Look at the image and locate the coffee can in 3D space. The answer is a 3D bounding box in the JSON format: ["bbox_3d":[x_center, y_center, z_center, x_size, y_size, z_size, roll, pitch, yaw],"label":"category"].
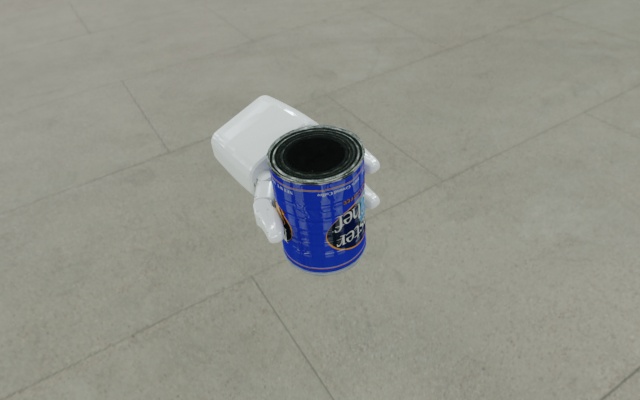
[{"bbox_3d":[0.000,0.002,0.538,0.103,0.140,0.102,-3,42,3],"label":"coffee can"}]
